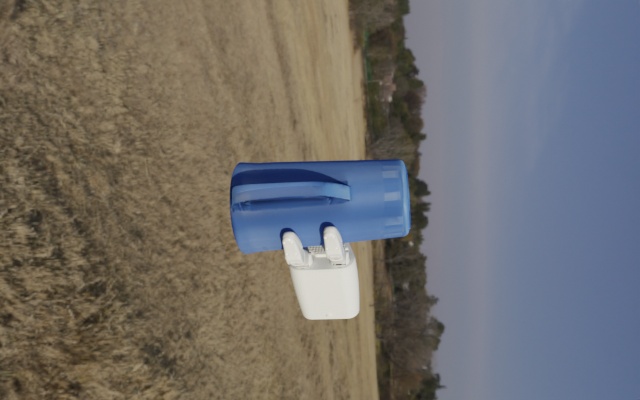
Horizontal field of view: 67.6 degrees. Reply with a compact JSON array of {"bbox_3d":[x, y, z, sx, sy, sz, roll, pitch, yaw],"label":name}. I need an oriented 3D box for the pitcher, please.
[{"bbox_3d":[0.000,0.002,0.668,0.243,0.145,0.149,-4,33,8],"label":"pitcher"}]
